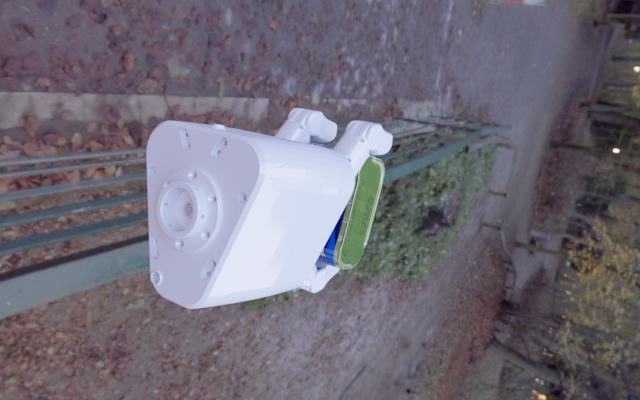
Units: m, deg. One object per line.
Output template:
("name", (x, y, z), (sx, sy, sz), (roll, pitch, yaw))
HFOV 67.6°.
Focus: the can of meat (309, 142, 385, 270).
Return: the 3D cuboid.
("can of meat", (0.000, 0.002, 0.412), (0.084, 0.102, 0.057), (15, 3, 29))
